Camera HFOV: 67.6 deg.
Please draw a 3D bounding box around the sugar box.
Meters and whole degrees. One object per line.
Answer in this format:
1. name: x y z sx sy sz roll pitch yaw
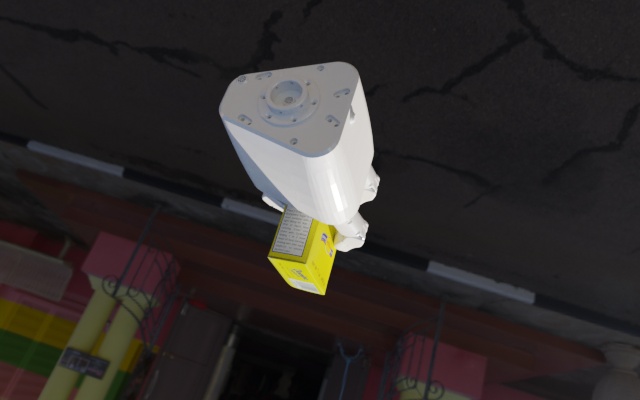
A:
1. sugar box: 0.001 0.002 0.514 0.048 0.176 0.093 10 -26 18
